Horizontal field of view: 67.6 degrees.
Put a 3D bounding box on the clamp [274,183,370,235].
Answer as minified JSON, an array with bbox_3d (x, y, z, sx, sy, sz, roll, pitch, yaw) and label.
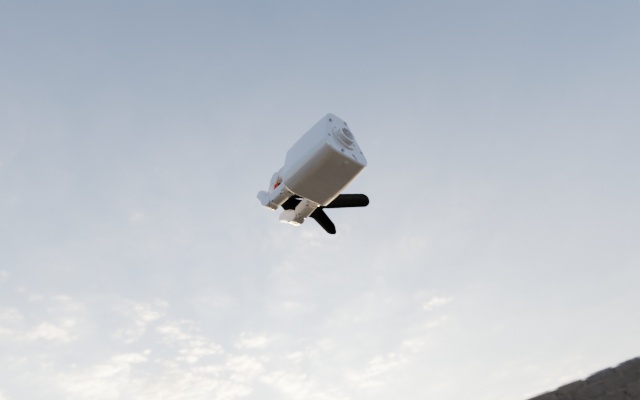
[{"bbox_3d":[0.000,0.002,0.856,0.171,0.039,0.120,25,-52,-35],"label":"clamp"}]
